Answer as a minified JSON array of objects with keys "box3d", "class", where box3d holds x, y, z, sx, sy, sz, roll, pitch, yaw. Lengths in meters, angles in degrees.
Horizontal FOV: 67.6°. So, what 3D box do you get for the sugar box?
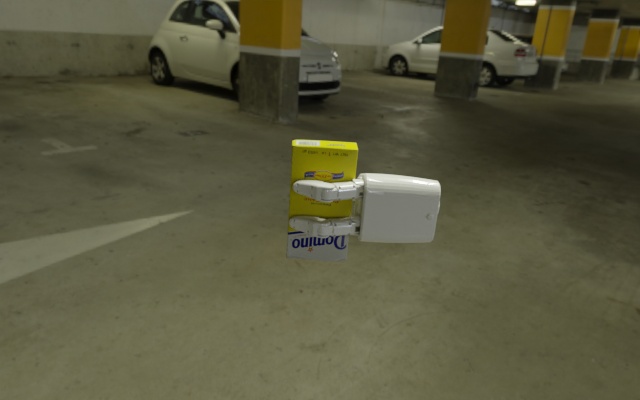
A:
[{"box3d":[0.000,0.002,0.696,0.093,0.176,0.048,3,19,-1],"class":"sugar box"}]
